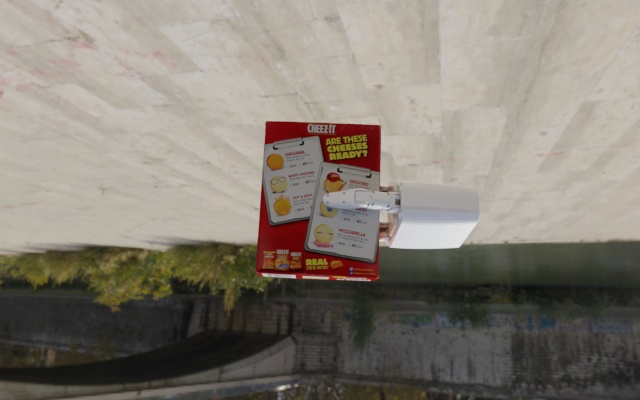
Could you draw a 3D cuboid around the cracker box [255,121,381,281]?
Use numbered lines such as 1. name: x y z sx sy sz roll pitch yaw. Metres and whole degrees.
1. cracker box: 0.000 0.002 0.671 0.164 0.213 0.072 2 -13 0
